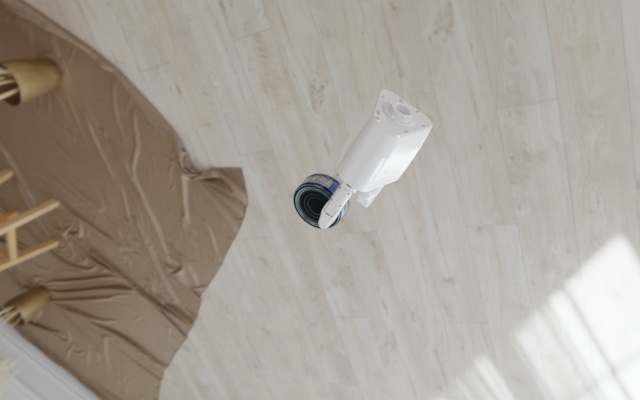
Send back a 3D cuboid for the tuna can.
[{"bbox_3d":[0.000,0.003,0.756,0.086,0.086,0.033,0,31,32],"label":"tuna can"}]
